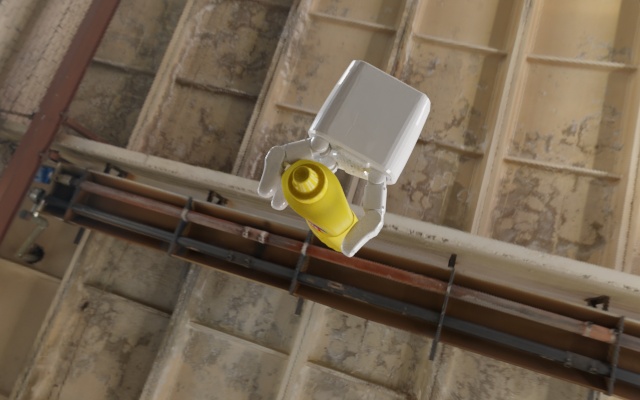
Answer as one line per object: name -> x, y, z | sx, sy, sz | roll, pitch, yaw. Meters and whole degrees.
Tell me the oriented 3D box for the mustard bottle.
mustard bottle -> 0.000, 0.002, 0.552 | 0.058, 0.096, 0.192 | -38, -20, -2
